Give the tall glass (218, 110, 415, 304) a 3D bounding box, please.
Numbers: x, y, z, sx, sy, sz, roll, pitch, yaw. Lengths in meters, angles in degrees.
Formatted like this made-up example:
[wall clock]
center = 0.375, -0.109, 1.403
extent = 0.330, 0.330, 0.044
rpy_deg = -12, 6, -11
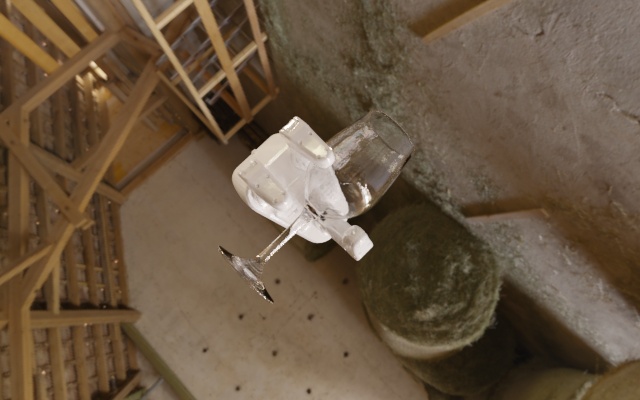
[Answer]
[tall glass]
center = 0.000, 0.002, 0.461
extent = 0.201, 0.079, 0.079
rpy_deg = -44, 7, -7
